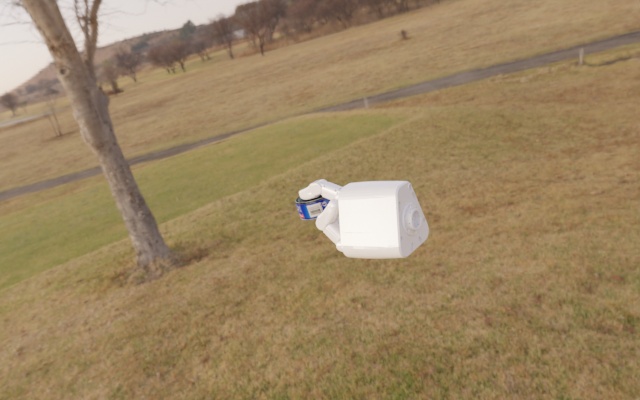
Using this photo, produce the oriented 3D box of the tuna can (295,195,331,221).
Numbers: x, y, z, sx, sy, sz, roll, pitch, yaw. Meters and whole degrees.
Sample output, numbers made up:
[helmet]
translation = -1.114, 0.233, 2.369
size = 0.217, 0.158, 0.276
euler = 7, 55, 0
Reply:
[tuna can]
translation = 0.000, 0.002, 0.835
size = 0.086, 0.034, 0.086
euler = -18, 14, 5
